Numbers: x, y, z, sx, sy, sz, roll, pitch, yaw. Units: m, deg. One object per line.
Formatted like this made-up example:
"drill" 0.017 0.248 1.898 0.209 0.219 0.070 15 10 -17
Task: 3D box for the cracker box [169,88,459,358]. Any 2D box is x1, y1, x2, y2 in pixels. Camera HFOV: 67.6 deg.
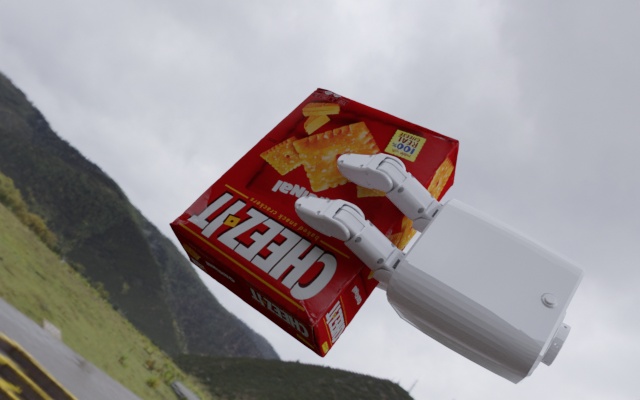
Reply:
"cracker box" 0.000 0.001 0.435 0.164 0.213 0.072 28 -29 27
